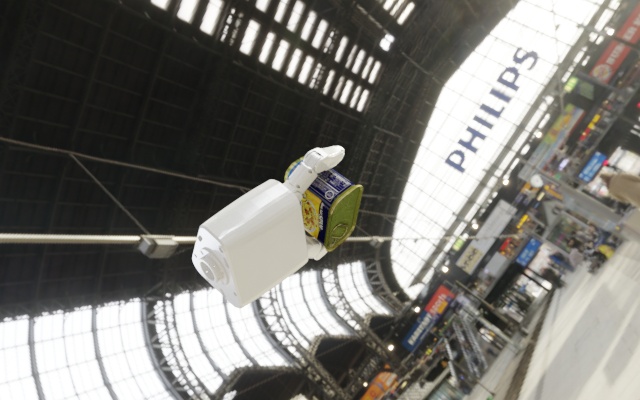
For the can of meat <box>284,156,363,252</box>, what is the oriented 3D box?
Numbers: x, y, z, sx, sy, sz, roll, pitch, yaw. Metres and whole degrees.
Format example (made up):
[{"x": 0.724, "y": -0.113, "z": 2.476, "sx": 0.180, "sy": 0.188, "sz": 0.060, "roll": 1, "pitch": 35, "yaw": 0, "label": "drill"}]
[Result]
[{"x": 0.000, "y": 0.002, "z": 0.609, "sx": 0.084, "sy": 0.102, "sz": 0.057, "roll": 37, "pitch": 55, "yaw": 24, "label": "can of meat"}]
